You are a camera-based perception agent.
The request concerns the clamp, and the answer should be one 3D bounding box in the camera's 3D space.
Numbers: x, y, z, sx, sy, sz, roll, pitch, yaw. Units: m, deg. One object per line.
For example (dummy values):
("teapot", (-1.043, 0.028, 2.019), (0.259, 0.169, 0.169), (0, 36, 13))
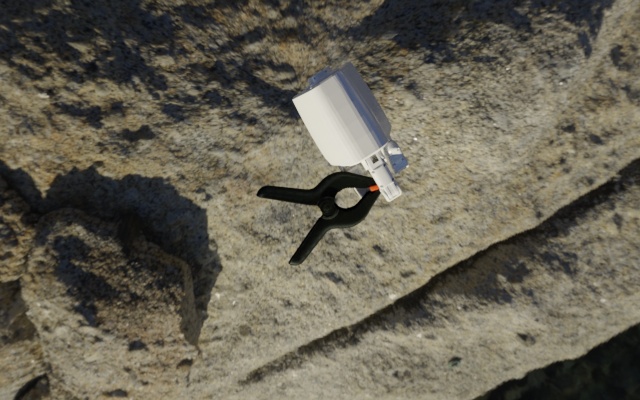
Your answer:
("clamp", (0.000, 0.002, 0.656), (0.171, 0.120, 0.039), (-32, 15, 5))
